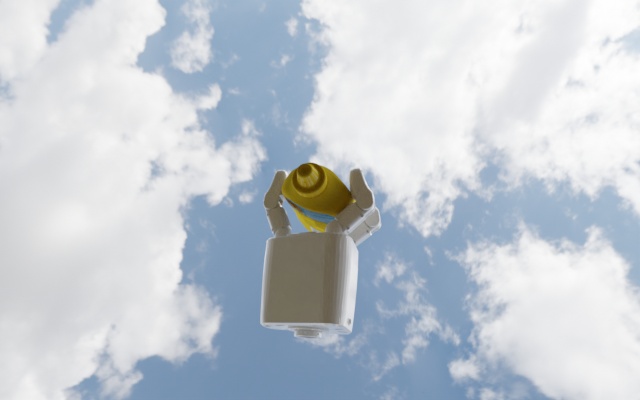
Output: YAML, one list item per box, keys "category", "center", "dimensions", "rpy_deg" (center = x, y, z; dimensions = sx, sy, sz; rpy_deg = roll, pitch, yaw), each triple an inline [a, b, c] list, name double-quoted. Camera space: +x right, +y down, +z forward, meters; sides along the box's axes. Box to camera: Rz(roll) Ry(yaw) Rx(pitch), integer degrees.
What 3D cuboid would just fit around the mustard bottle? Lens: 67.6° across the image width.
- category: "mustard bottle"
  center: [0.000, 0.002, 0.620]
  dimensions: [0.096, 0.058, 0.192]
  rpy_deg: [24, -15, 20]
